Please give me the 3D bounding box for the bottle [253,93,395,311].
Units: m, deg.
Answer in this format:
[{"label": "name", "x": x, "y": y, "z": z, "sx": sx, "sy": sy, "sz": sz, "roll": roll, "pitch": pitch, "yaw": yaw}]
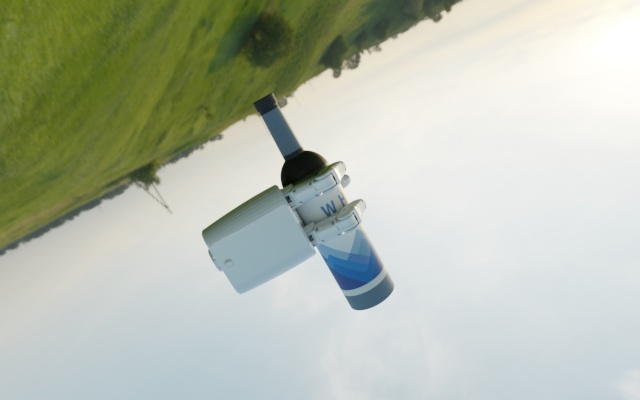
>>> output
[{"label": "bottle", "x": 0.000, "y": 0.002, "z": 0.608, "sx": 0.069, "sy": 0.296, "sz": 0.069, "roll": -27, "pitch": 13, "yaw": 7}]
